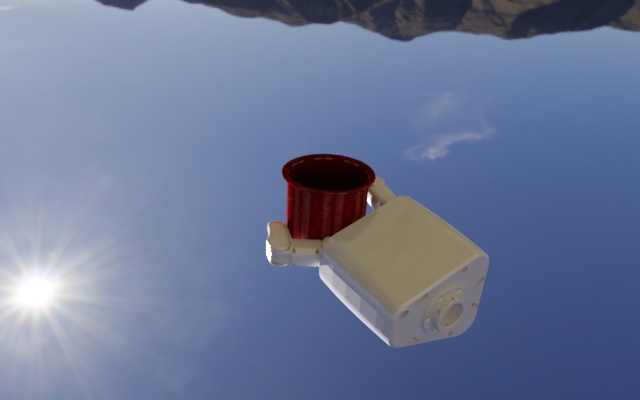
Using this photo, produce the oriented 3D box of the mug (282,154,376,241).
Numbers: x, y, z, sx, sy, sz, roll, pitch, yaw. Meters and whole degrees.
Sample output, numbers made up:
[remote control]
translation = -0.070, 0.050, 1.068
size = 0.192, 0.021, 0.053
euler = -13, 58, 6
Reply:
[mug]
translation = -0.001, 0.001, 0.501
size = 0.093, 0.081, 0.117
euler = -13, 32, -27
